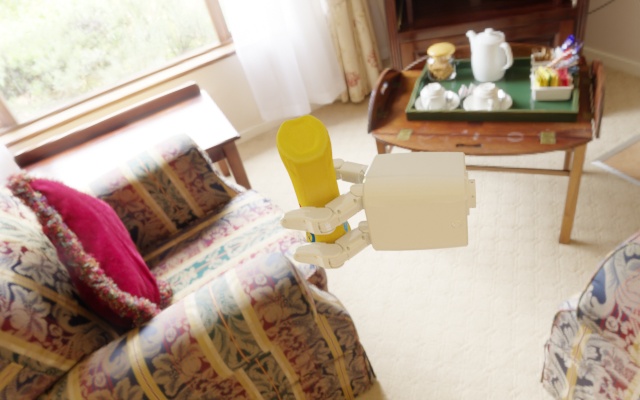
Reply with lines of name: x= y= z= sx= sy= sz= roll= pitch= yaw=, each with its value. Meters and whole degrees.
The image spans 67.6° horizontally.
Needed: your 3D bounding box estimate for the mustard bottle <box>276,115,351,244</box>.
mustard bottle: x=0.000 y=0.002 z=0.567 sx=0.058 sy=0.192 sz=0.096 roll=-18 pitch=38 yaw=-2
